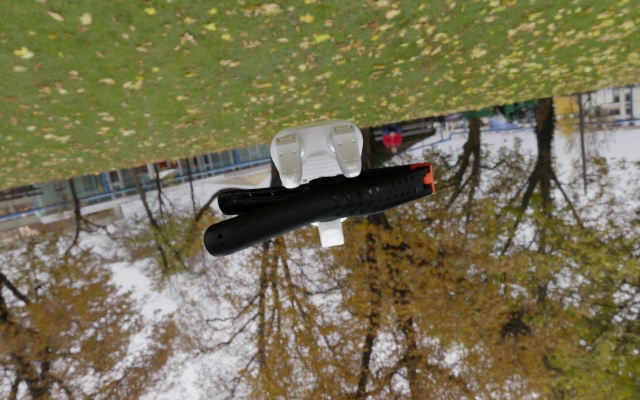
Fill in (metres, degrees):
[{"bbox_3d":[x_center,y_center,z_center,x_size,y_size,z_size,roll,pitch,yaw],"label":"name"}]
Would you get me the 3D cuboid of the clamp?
[{"bbox_3d":[0.001,0.002,0.418,0.210,0.036,0.164,-10,13,0],"label":"clamp"}]
